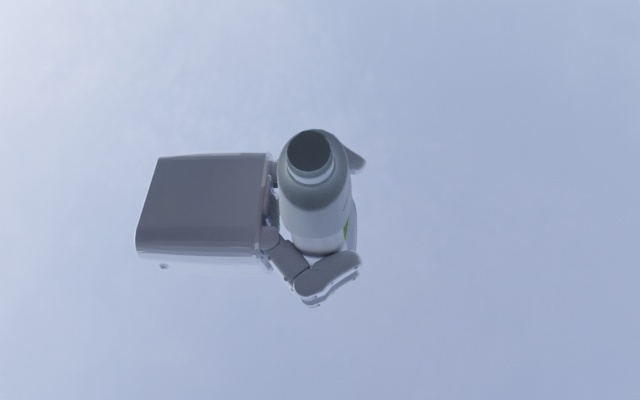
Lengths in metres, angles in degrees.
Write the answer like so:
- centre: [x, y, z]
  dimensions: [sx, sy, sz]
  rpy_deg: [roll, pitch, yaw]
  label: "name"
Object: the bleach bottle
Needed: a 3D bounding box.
- centre: [0.000, 0.001, 0.418]
  dimensions: [0.068, 0.102, 0.251]
  rpy_deg: [0, -19, 3]
  label: "bleach bottle"
